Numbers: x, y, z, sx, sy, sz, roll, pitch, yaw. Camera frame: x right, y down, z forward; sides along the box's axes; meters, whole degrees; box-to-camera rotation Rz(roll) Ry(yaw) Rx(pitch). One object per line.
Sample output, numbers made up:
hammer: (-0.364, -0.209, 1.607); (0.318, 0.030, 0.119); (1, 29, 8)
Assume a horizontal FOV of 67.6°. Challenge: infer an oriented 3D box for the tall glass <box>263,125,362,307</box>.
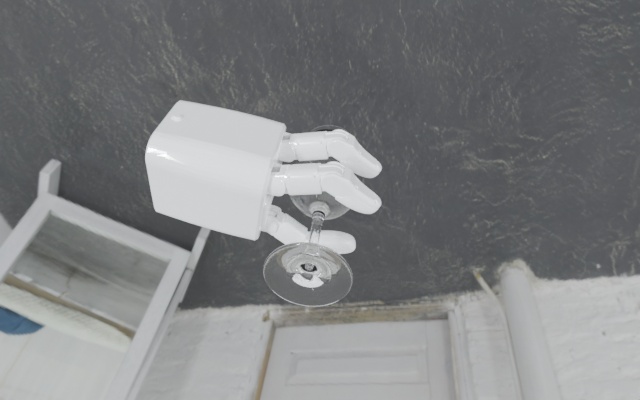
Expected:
tall glass: (0.000, 0.002, 0.467); (0.079, 0.079, 0.201); (0, 38, 8)
